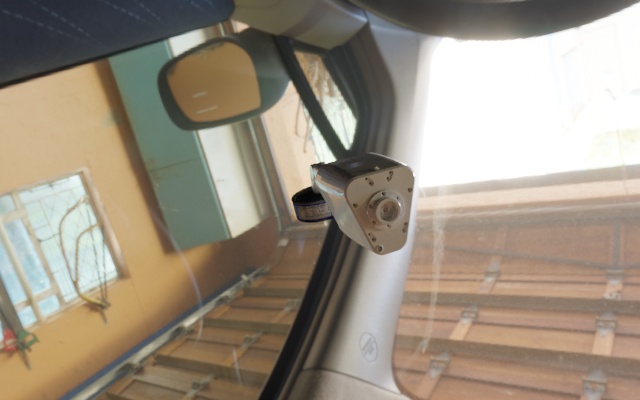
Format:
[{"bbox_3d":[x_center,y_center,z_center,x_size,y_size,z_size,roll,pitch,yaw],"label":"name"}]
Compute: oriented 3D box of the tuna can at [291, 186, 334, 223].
[{"bbox_3d":[0.000,0.003,0.735,0.086,0.034,0.086,-12,19,4],"label":"tuna can"}]
